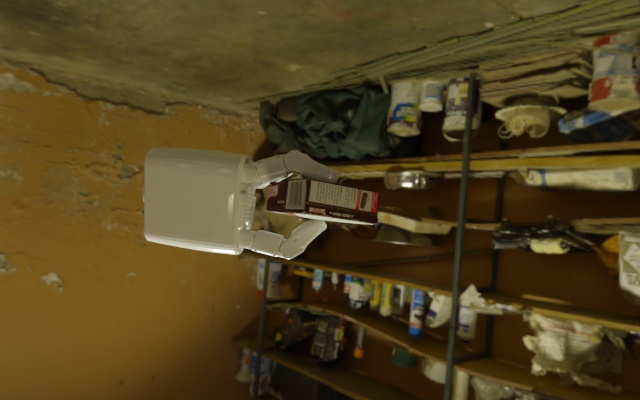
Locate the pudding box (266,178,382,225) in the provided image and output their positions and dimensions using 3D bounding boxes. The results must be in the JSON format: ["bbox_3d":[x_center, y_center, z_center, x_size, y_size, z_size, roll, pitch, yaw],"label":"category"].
[{"bbox_3d":[0.000,0.002,0.530,0.090,0.039,0.113,9,-2,-25],"label":"pudding box"}]
